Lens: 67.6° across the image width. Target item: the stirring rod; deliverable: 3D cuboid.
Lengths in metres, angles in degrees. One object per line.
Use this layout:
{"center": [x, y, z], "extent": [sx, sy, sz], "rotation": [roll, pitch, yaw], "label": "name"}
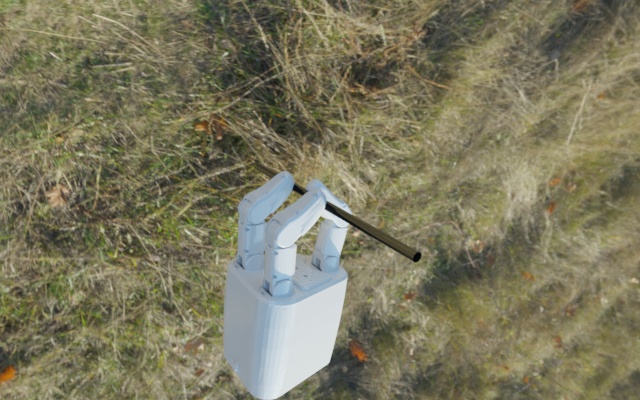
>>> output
{"center": [0.000, 0.001, 0.423], "extent": [0.011, 0.011, 0.239], "rotation": [0, 18, -36], "label": "stirring rod"}
